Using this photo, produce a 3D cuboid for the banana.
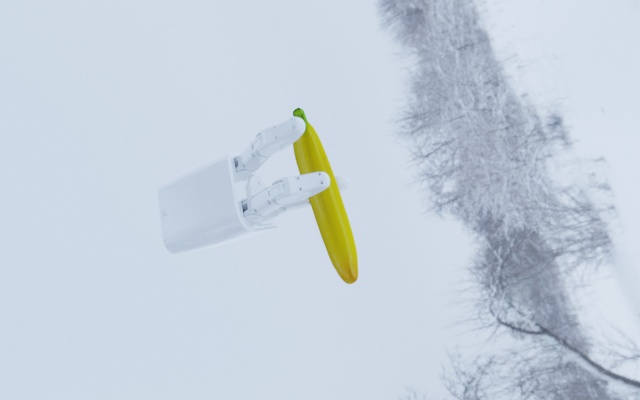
[{"bbox_3d":[0.002,-0.004,0.541,0.037,0.198,0.069,-19,3,12],"label":"banana"}]
